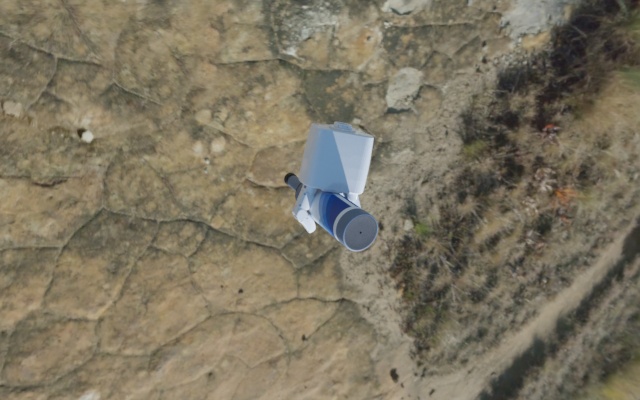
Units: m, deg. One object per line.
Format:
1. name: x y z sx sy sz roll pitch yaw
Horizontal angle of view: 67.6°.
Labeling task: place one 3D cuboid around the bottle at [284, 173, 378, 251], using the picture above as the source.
1. bottle: 0.000 0.003 0.894 0.069 0.069 0.295 0 20 -28
